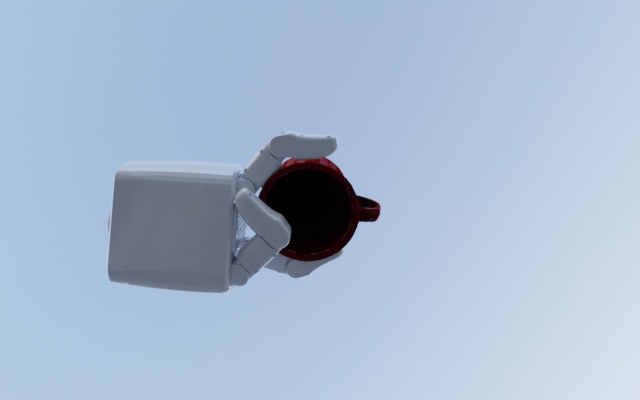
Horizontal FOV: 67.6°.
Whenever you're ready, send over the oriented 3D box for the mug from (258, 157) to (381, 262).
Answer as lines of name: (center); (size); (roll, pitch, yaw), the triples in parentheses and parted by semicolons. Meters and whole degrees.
mug: (0.002, 0.001, 0.464); (0.117, 0.093, 0.081); (4, 16, -2)
